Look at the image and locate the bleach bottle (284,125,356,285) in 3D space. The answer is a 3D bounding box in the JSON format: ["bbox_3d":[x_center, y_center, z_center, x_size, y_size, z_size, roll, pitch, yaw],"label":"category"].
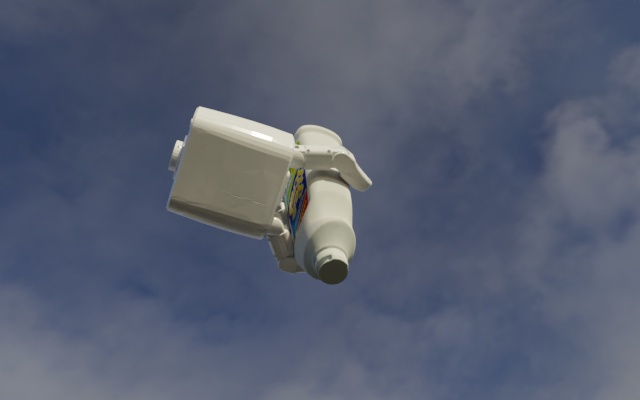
[{"bbox_3d":[0.000,0.002,0.543,0.068,0.103,0.250,16,24,-15],"label":"bleach bottle"}]
